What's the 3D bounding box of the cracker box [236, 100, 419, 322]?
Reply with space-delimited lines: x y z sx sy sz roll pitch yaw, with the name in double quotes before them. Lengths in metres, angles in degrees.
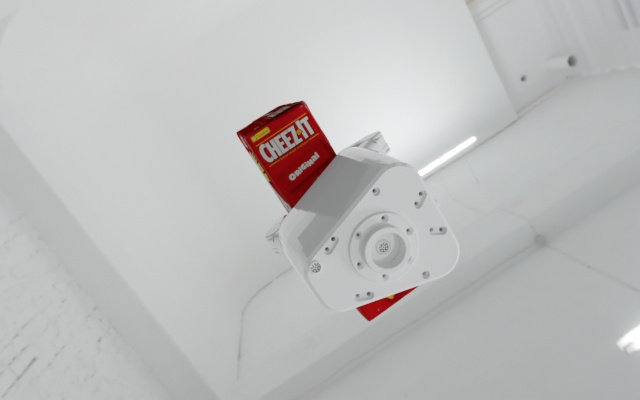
"cracker box" 0.000 0.002 0.511 0.072 0.214 0.164 -34 15 -5
